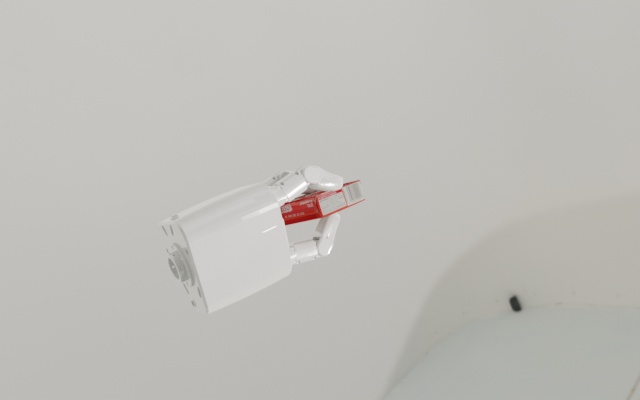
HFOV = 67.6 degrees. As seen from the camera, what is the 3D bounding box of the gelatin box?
[{"bbox_3d":[0.000,0.002,0.599,0.073,0.030,0.089,-12,6,45],"label":"gelatin box"}]
